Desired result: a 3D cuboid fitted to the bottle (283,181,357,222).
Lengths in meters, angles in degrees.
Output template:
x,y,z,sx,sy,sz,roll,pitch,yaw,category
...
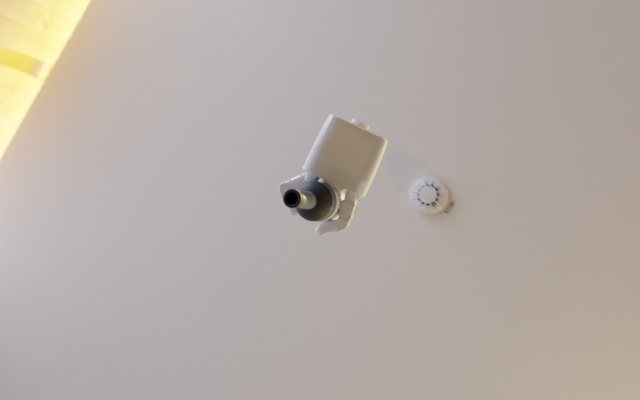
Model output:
x,y,z,sx,sy,sz,roll,pitch,yaw,category
0.000,0.003,0.814,0.069,0.069,0.296,0,-2,16,bottle
